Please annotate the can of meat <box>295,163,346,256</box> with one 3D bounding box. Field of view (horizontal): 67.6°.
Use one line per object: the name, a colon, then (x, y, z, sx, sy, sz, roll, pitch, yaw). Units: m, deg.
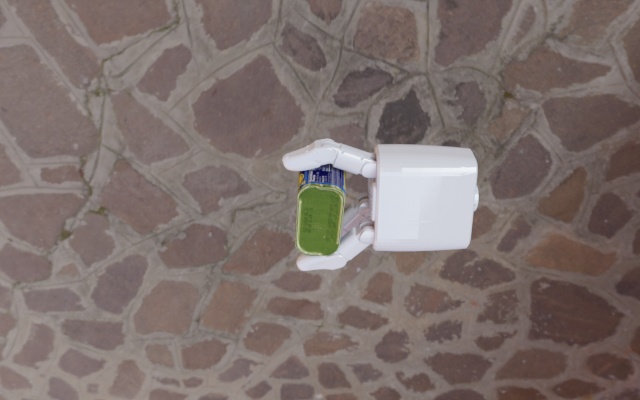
can of meat: (0.000, 0.002, 0.553, 0.057, 0.102, 0.084, 4, 34, -1)
